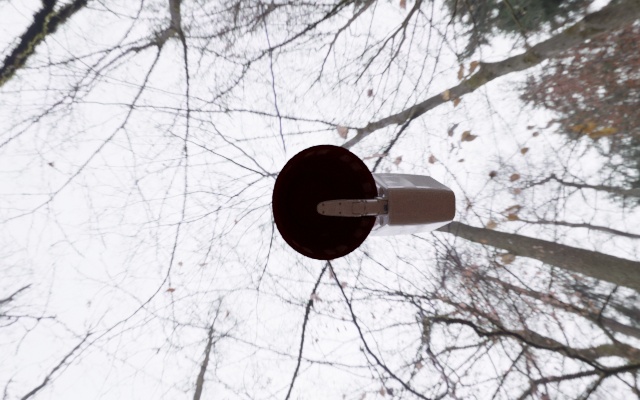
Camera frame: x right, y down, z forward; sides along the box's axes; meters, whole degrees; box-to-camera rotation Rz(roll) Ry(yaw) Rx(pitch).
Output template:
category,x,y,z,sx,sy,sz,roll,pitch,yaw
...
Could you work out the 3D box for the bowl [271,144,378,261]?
category,x,y,z,sx,sy,sz,roll,pitch,yaw
bowl,-0.001,0.002,0.683,0.162,0.162,0.055,0,2,-23
